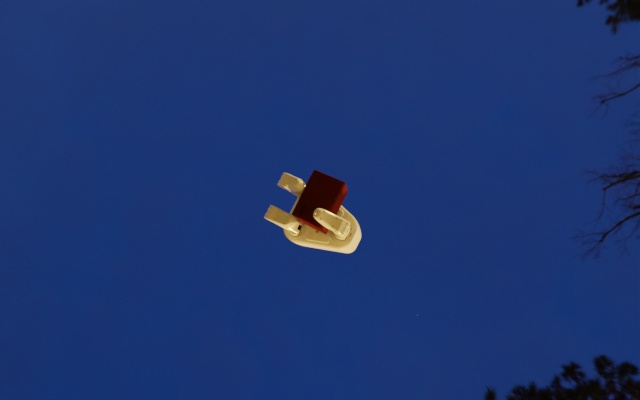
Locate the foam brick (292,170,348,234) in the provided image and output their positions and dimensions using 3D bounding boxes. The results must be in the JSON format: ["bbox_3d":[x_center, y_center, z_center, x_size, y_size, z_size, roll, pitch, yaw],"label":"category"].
[{"bbox_3d":[0.000,0.002,0.719,0.053,0.078,0.051,26,-6,14],"label":"foam brick"}]
